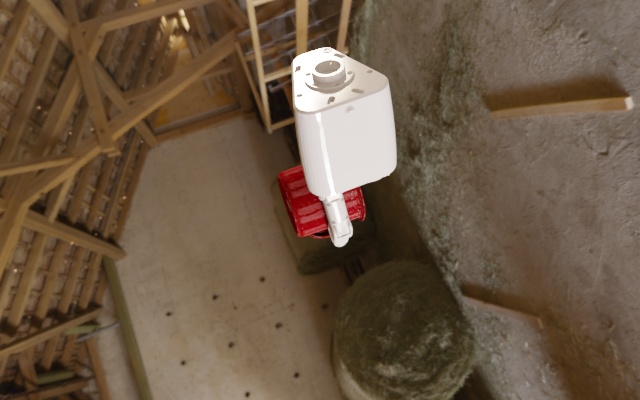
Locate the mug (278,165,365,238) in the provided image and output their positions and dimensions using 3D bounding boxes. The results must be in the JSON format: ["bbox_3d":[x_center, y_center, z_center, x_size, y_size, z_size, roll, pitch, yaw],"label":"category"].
[{"bbox_3d":[0.000,0.003,0.582,0.081,0.117,0.093,-19,46,-8],"label":"mug"}]
